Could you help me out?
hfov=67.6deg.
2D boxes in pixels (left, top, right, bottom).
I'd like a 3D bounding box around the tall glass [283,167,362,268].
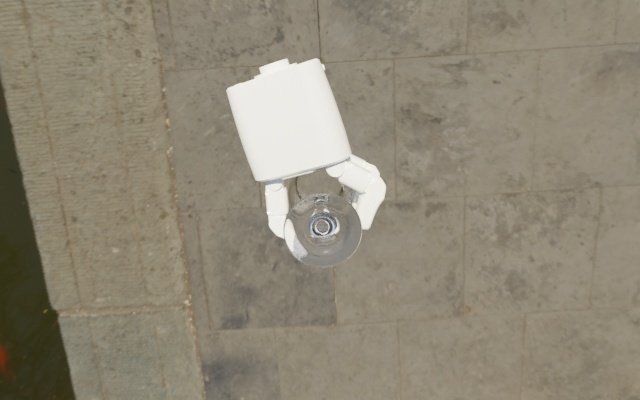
[{"bbox_3d":[0.000,0.002,0.543,0.079,0.079,0.201,0,16,-1],"label":"tall glass"}]
